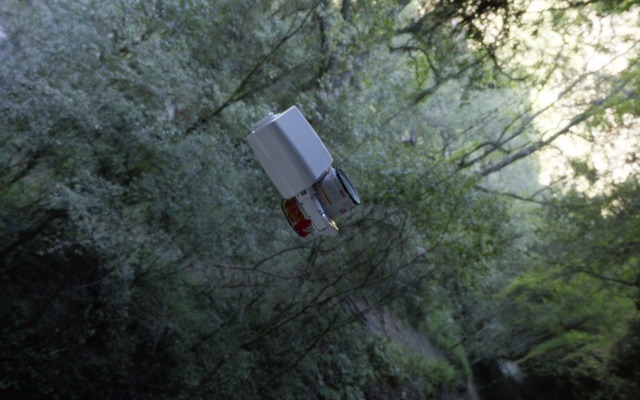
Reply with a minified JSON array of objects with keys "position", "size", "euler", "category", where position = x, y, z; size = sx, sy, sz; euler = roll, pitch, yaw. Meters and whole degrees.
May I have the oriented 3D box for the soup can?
[{"position":[0.001,0.003,0.725],"size":[0.102,0.068,0.068],"euler":[-31,-8,13],"category":"soup can"}]
